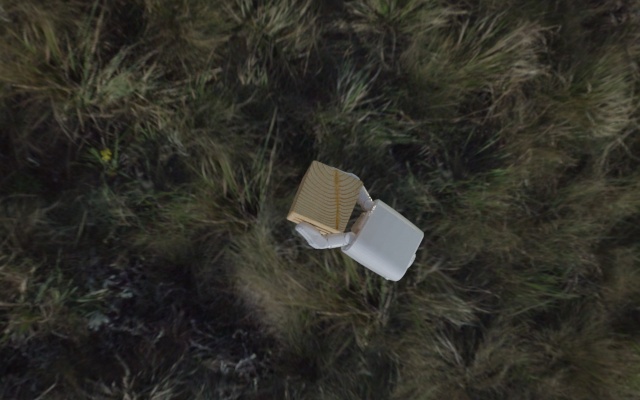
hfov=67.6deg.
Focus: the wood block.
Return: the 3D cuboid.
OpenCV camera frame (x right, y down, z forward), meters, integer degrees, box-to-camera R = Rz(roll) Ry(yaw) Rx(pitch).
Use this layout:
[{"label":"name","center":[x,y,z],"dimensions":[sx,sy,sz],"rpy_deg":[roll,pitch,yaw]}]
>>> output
[{"label":"wood block","center":[0.001,0.003,0.849],"dimensions":[0.090,0.091,0.206],"rpy_deg":[23,-8,-4]}]
